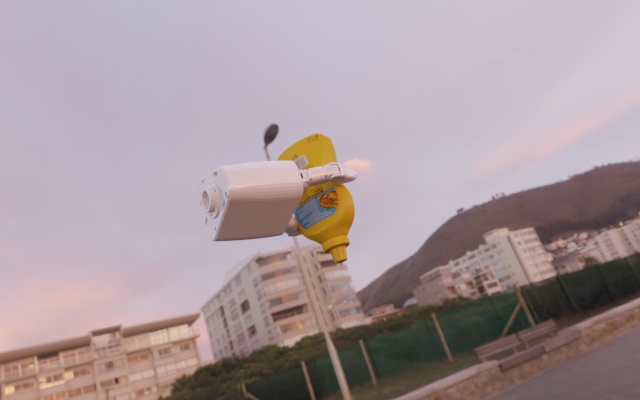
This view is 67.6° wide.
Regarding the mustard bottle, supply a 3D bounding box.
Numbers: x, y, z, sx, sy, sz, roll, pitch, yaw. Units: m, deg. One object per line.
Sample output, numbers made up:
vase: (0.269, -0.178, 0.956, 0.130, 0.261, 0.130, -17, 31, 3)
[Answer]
mustard bottle: (0.000, 0.002, 0.715, 0.096, 0.191, 0.058, -30, -22, 27)
